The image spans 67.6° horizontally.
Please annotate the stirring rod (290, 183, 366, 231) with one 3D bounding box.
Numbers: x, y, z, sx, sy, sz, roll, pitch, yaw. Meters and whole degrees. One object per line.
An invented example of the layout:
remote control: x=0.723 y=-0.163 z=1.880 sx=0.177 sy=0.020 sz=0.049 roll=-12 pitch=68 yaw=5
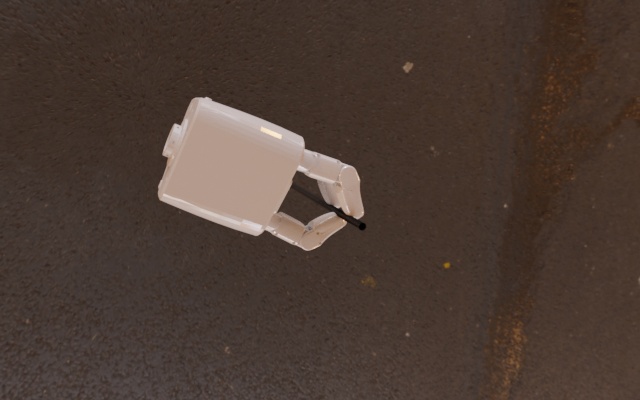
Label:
stirring rod: x=0.000 y=0.002 z=0.574 sx=0.011 sy=0.011 sz=0.239 roll=0 pitch=11 yaw=-20
